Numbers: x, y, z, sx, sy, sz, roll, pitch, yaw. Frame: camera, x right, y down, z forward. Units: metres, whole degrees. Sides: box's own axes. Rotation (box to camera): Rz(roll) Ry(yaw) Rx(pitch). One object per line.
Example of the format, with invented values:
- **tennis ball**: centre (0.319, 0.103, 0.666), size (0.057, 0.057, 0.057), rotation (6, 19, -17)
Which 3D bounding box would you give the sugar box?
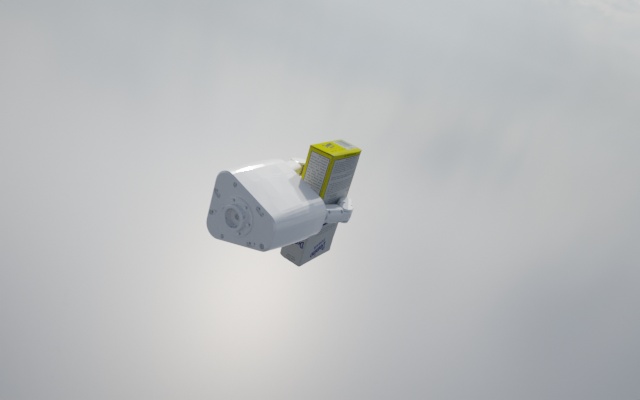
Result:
- **sugar box**: centre (0.000, 0.002, 0.700), size (0.048, 0.176, 0.093), rotation (30, 24, 23)
